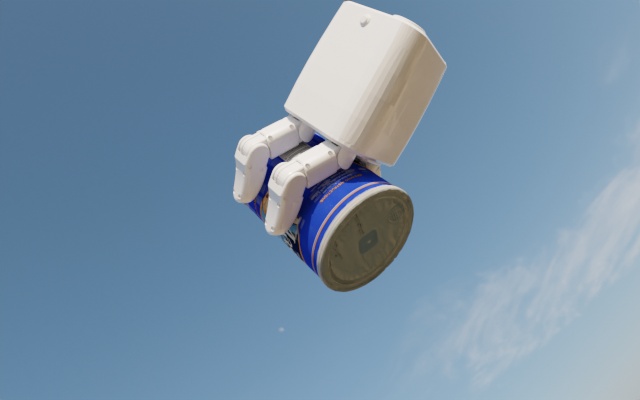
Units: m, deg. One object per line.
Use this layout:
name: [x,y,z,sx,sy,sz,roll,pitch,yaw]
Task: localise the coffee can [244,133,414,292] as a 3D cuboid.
coffee can: [0.000,0.002,0.442,0.103,0.103,0.140,0,29,-43]
